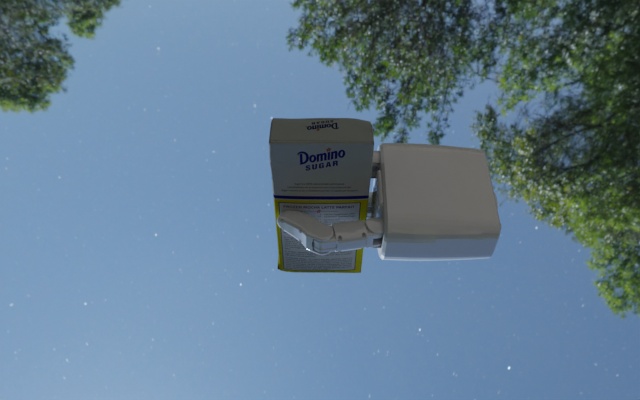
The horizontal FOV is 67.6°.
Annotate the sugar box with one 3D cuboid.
[{"bbox_3d":[0.000,0.001,0.477,0.093,0.176,0.048,1,40,-1],"label":"sugar box"}]
